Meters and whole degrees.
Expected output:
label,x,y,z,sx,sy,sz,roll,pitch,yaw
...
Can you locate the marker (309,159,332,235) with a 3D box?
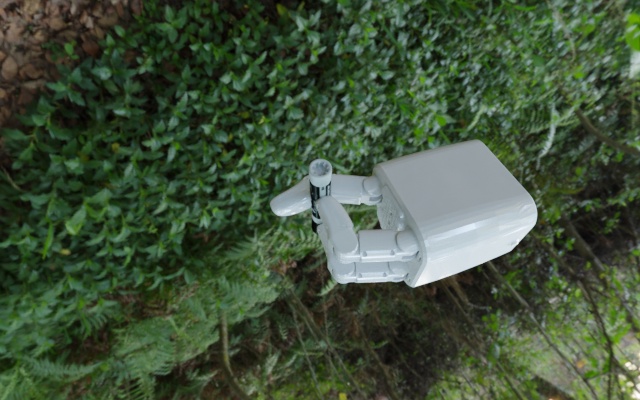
label,x,y,z,sx,sy,sz,roll,pitch,yaw
marker,0.000,0.001,0.437,0.020,0.020,0.121,0,-27,0
